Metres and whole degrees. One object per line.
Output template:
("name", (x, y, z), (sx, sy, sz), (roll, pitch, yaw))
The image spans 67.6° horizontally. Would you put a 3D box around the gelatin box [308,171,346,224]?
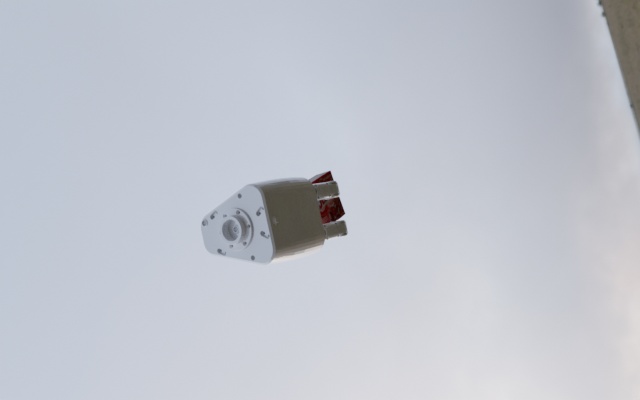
("gelatin box", (0.000, 0.002, 0.706), (0.030, 0.073, 0.089), (-15, 10, 27))
